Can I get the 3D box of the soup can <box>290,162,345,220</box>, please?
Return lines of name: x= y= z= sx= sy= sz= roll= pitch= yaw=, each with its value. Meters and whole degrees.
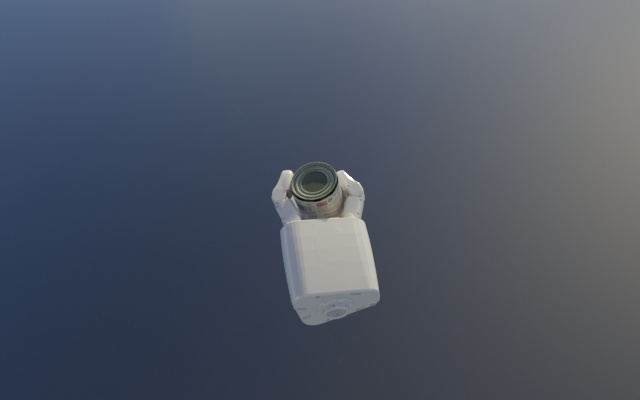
soup can: x=0.000 y=0.002 z=0.681 sx=0.068 sy=0.068 sz=0.102 roll=0 pitch=-35 yaw=13
